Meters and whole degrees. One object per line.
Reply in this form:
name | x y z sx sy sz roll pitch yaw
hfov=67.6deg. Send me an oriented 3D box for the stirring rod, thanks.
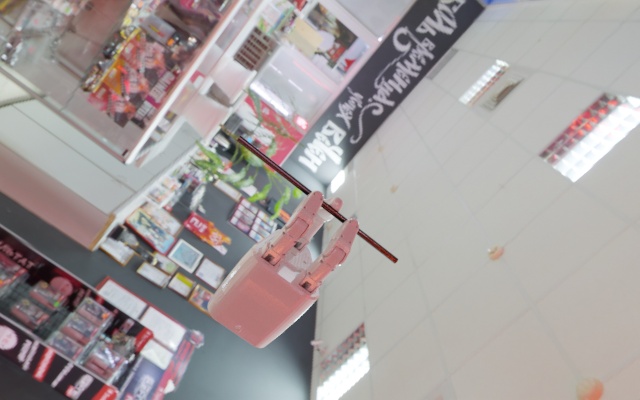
stirring rod | 0.000 0.002 0.565 0.239 0.011 0.011 38 -9 -11
